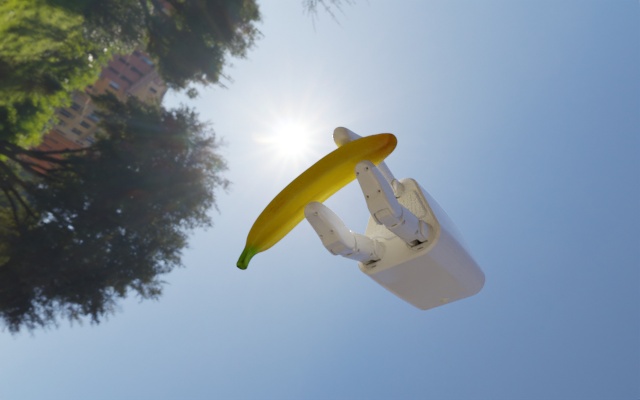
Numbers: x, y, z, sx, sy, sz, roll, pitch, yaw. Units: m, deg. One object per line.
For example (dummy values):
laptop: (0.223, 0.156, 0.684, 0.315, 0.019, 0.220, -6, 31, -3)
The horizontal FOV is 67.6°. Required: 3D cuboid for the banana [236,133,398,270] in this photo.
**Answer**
banana: (-0.007, -0.005, 0.481, 0.037, 0.198, 0.069, 42, 12, -30)
